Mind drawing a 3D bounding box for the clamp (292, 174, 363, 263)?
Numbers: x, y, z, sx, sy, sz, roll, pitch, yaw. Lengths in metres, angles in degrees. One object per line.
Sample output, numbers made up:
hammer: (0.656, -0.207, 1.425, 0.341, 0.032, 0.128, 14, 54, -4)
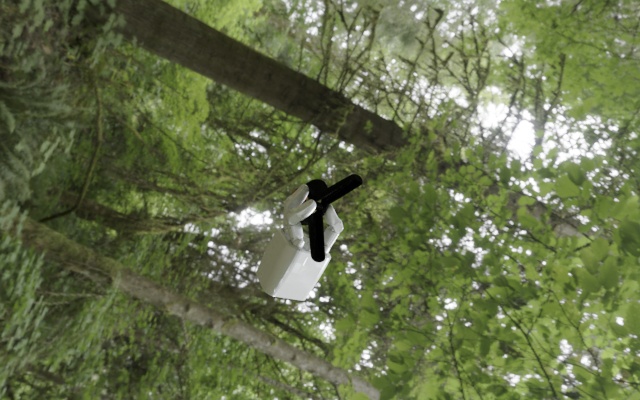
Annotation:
clamp: (0.001, 0.003, 0.891, 0.036, 0.164, 0.210, 26, 9, -27)
